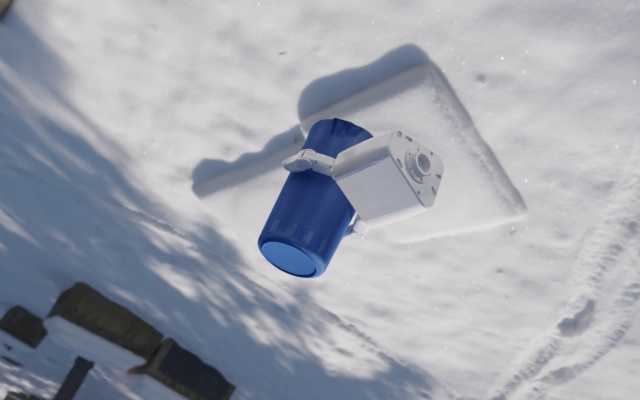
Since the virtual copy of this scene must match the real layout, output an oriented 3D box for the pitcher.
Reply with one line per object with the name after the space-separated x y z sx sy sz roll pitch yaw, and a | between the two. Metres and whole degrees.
0.000 0.002 0.756 0.149 0.242 0.145 43 -37 -24 | pitcher
